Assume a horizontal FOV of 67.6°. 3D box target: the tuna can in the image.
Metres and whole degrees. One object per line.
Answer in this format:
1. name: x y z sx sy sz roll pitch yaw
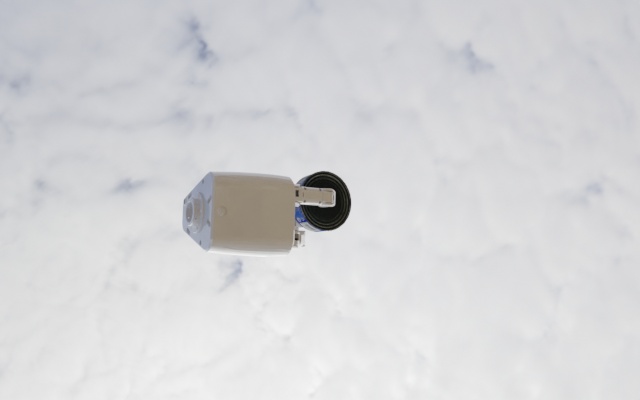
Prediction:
1. tuna can: 0.000 0.002 0.686 0.086 0.086 0.034 0 -7 -32
